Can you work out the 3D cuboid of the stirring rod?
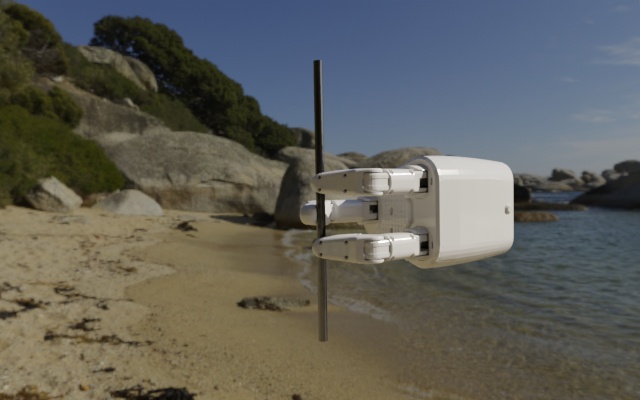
[{"bbox_3d":[0.000,0.001,0.411,0.011,0.239,0.011,-1,2,0],"label":"stirring rod"}]
